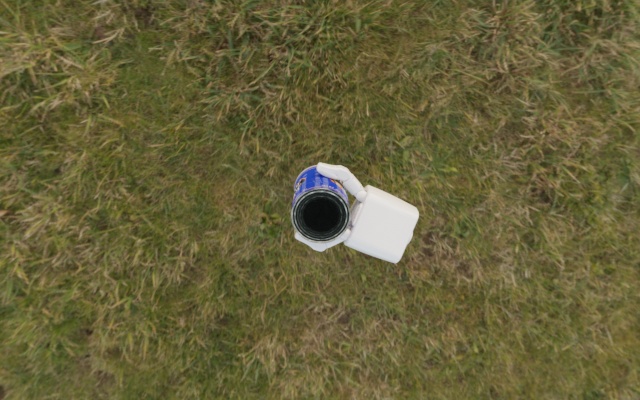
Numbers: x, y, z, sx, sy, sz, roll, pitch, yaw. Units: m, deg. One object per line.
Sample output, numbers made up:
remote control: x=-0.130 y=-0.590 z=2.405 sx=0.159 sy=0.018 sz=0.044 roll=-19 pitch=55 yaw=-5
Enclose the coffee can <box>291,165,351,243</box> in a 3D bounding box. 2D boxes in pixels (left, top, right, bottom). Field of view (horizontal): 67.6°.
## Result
coffee can: x=0.000 y=0.003 z=0.875 sx=0.103 sy=0.103 sz=0.140 roll=0 pitch=20 yaw=0
